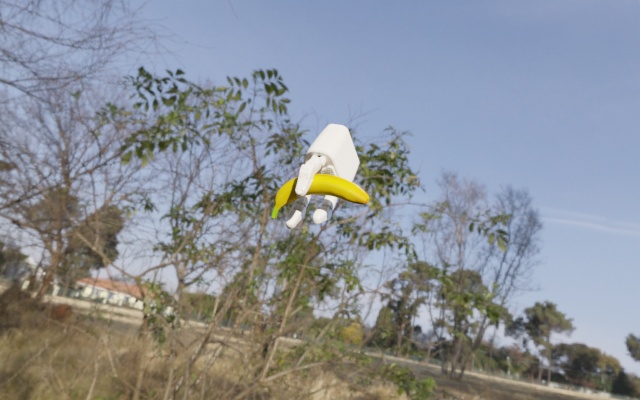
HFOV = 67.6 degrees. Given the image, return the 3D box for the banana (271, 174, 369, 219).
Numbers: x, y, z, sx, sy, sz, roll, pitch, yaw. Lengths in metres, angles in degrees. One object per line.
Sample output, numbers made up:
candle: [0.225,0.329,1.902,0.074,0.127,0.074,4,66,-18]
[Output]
banana: [-0.007,-0.015,0.865,0.198,0.069,0.037,-10,7,27]
